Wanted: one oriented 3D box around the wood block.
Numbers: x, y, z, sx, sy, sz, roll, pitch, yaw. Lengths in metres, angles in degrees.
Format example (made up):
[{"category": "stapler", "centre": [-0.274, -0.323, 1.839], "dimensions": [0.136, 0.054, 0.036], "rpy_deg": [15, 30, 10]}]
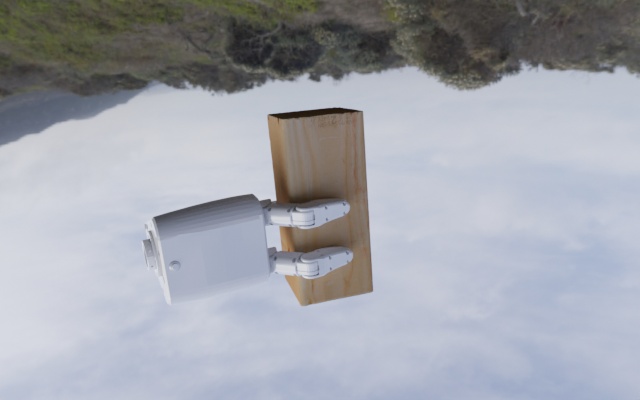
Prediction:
[{"category": "wood block", "centre": [0.000, 0.002, 0.551], "dimensions": [0.090, 0.206, 0.090], "rpy_deg": [-9, 16, -15]}]
